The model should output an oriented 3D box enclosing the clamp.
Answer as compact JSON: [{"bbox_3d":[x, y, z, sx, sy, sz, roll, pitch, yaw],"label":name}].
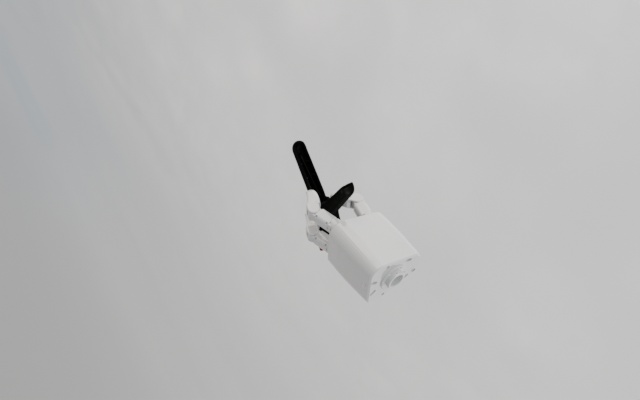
[{"bbox_3d":[0.001,0.003,0.857,0.036,0.210,0.164,-24,51,-23],"label":"clamp"}]
